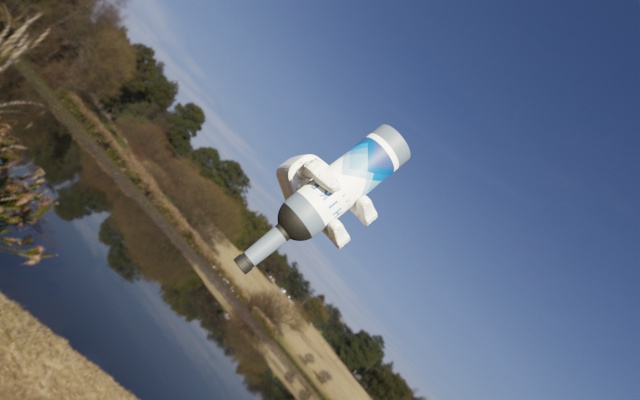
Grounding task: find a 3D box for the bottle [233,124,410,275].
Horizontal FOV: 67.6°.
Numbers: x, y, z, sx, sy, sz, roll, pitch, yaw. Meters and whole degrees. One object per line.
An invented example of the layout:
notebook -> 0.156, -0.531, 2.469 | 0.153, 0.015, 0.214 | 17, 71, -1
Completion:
bottle -> 0.000, 0.002, 0.689 | 0.295, 0.069, 0.069 | -39, 9, -12
